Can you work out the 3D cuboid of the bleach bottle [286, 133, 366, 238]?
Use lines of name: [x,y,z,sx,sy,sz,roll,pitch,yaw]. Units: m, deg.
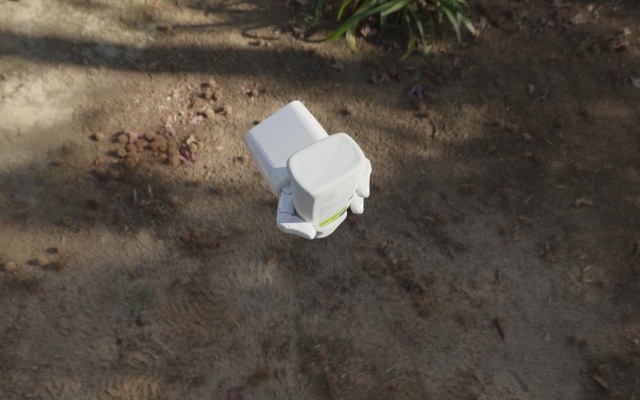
bleach bottle: [0.000,0.002,0.710,0.102,0.068,0.251,-29,-19,-17]
